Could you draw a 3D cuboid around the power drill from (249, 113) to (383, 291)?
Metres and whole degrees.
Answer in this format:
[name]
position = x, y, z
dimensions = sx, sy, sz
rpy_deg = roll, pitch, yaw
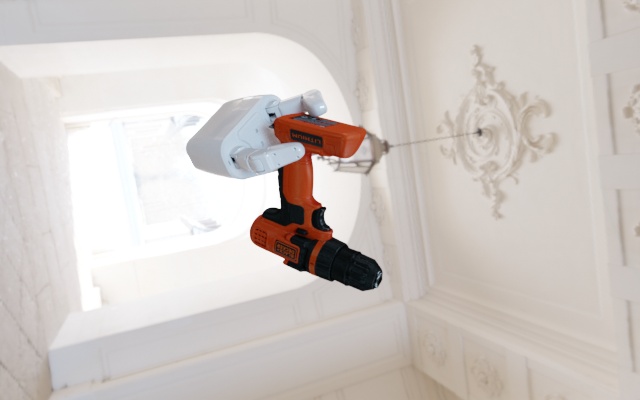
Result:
[power drill]
position = 0.000, 0.001, 0.561
dimensions = 0.184, 0.188, 0.057
rpy_deg = 19, 23, 25
